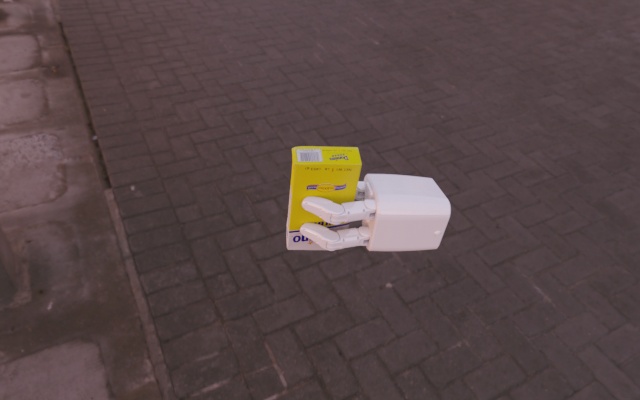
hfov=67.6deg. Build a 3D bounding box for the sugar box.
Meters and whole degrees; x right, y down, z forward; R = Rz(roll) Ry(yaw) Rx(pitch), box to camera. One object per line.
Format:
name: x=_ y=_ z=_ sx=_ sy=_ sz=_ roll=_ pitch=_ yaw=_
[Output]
sugar box: x=0.000 y=0.003 z=0.699 sx=0.093 sy=0.176 sz=0.048 roll=0 pitch=42 yaw=-7
